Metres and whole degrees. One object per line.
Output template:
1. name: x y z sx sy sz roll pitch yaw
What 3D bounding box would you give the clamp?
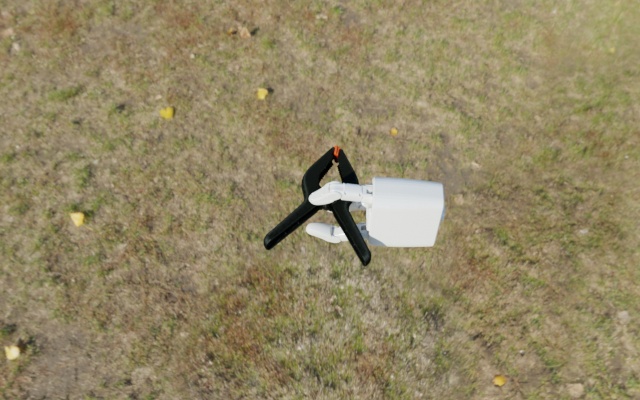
1. clamp: 0.000 0.002 0.764 0.164 0.209 0.036 4 -30 1
